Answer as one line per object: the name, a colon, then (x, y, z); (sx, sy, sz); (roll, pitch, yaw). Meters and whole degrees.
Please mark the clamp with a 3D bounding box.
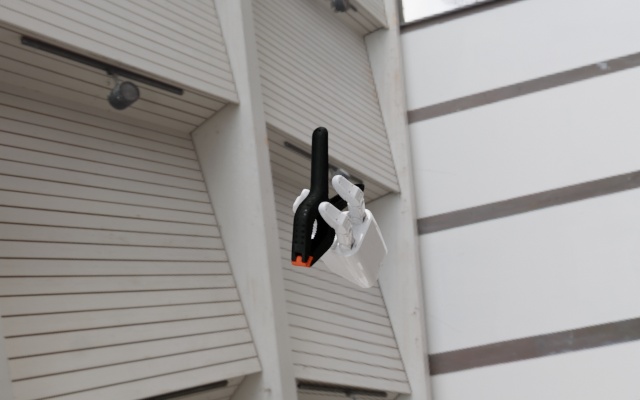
clamp: (-0.001, 0.003, 0.742); (0.036, 0.210, 0.165); (1, -40, 35)
